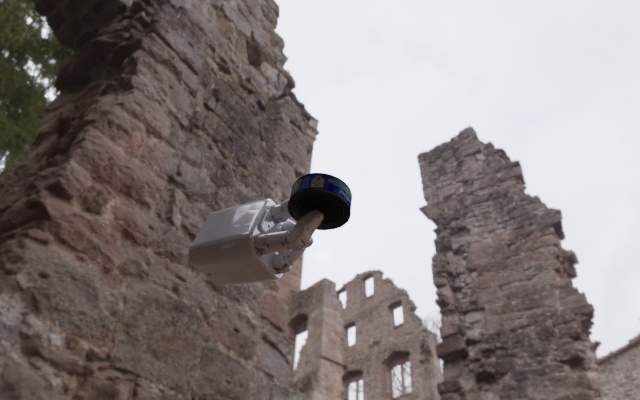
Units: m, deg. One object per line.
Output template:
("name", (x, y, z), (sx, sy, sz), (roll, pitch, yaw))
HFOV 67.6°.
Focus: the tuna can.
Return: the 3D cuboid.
("tuna can", (0.000, 0.002, 0.649), (0.086, 0.033, 0.086), (6, -39, 5))
